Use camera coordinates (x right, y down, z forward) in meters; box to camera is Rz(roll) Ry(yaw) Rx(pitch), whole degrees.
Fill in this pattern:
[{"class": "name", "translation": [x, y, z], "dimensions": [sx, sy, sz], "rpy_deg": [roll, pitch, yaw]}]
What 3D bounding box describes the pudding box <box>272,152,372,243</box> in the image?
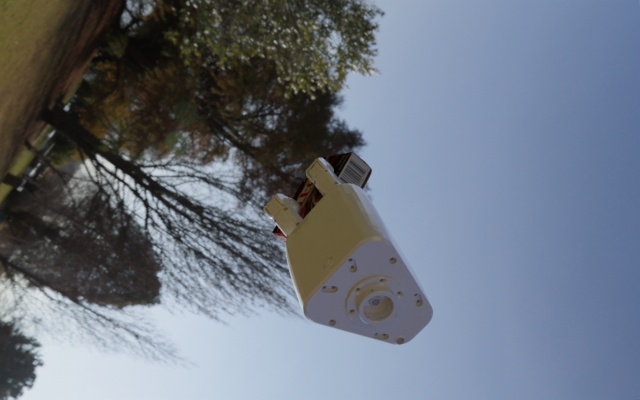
[{"class": "pudding box", "translation": [0.000, 0.002, 0.548], "dimensions": [0.039, 0.113, 0.090], "rpy_deg": [39, -16, -22]}]
